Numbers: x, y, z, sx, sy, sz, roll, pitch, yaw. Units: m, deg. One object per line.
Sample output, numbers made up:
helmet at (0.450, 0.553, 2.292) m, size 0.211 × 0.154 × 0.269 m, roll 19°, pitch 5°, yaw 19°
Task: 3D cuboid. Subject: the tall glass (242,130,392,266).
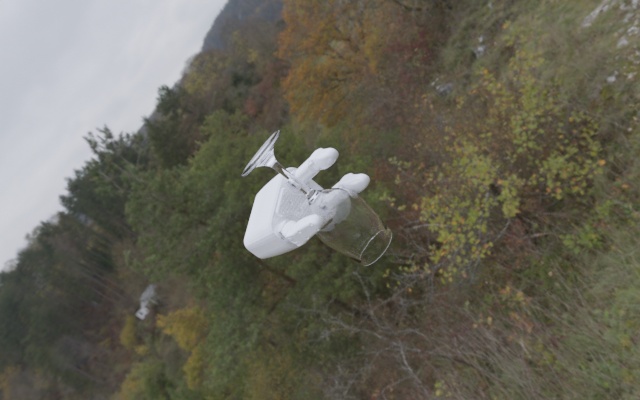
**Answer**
tall glass at (0.000, 0.002, 0.616) m, size 0.201 × 0.079 × 0.079 m, roll 39°, pitch -12°, yaw -15°
